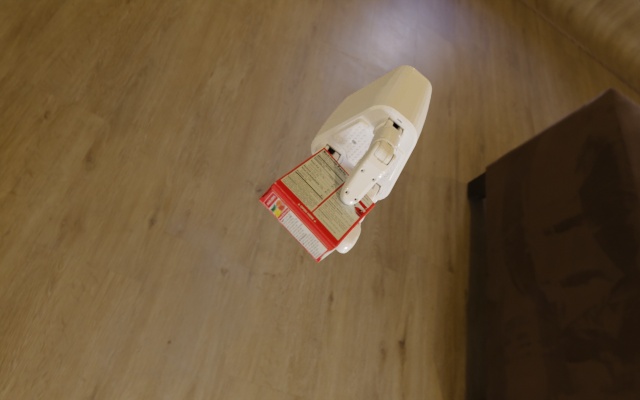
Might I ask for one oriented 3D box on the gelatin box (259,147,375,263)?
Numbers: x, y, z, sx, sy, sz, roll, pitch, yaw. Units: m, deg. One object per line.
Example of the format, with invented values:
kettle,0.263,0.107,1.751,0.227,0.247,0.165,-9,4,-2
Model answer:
gelatin box,0.000,0.001,0.421,0.030,0.073,0.089,-44,-1,38
